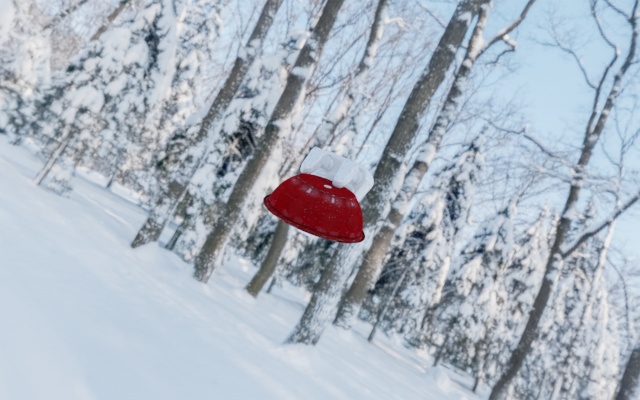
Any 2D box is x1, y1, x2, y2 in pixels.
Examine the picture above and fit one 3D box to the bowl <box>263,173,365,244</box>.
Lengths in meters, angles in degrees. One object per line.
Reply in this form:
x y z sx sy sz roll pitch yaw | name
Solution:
0.000 0.002 0.701 0.162 0.055 0.162 20 14 -5 | bowl
